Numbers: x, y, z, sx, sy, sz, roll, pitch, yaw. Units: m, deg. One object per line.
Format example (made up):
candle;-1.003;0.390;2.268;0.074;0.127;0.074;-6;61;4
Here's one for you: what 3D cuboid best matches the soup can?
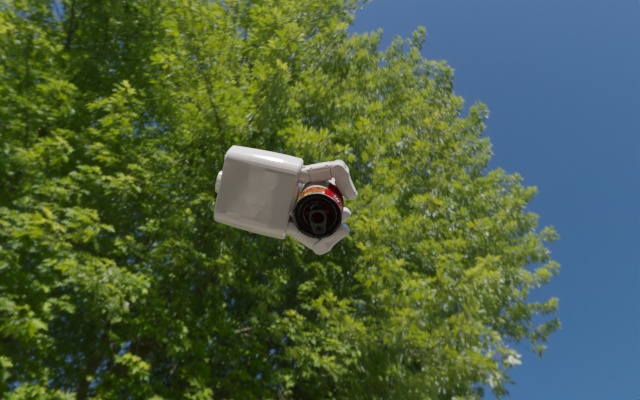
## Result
soup can;0.001;0.002;0.691;0.068;0.068;0.102;0;23;6
